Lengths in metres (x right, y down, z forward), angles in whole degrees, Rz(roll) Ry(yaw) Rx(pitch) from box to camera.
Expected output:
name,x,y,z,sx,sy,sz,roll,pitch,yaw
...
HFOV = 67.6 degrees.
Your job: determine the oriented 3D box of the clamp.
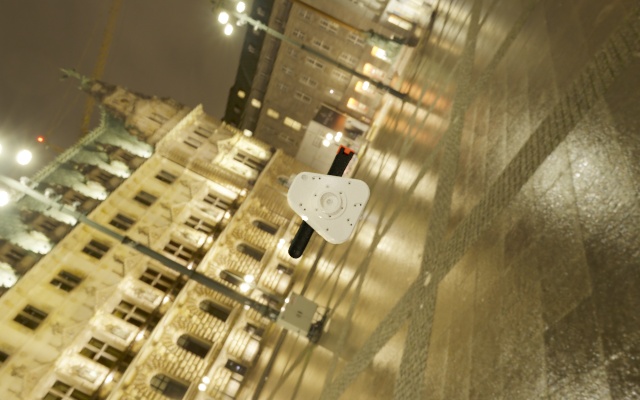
name,x,y,z,sx,sy,sz,roll,pitch,yaw
clamp,0.000,0.002,0.844,0.036,0.210,0.164,27,-3,0
